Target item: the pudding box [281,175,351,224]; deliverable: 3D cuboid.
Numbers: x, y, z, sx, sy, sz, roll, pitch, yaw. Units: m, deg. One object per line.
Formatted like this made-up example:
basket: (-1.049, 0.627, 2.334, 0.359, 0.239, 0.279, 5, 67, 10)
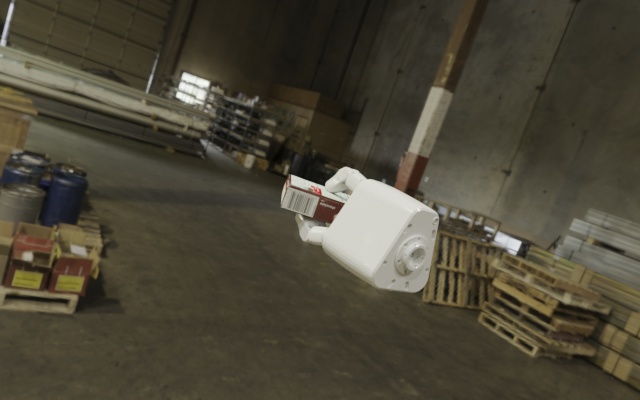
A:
pudding box: (0.000, 0.002, 0.698, 0.113, 0.039, 0.090, 20, 10, -8)
